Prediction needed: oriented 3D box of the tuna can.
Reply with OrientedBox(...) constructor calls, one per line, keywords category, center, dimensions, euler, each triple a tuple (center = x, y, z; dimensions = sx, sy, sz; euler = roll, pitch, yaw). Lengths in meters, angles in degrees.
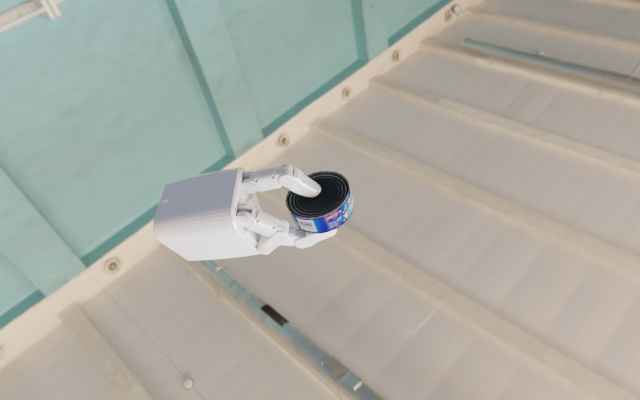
OrientedBox(category="tuna can", center=(0.000, 0.002, 0.627), dimensions=(0.086, 0.086, 0.034), euler=(0, -44, 22))
